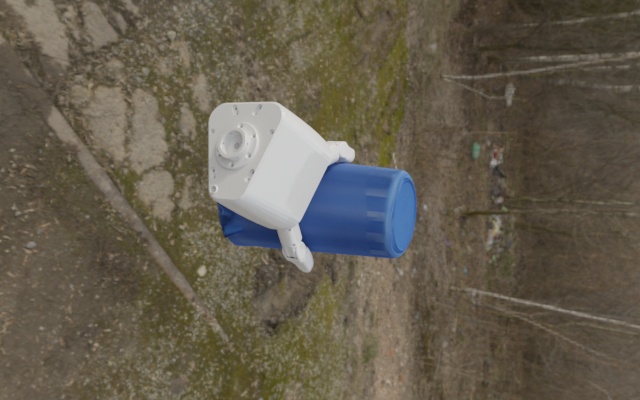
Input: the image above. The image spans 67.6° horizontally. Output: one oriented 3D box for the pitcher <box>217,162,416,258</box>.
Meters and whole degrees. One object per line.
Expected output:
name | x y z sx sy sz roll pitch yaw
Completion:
pitcher | 0.000 0.002 0.636 0.243 0.149 0.145 5 -15 27
